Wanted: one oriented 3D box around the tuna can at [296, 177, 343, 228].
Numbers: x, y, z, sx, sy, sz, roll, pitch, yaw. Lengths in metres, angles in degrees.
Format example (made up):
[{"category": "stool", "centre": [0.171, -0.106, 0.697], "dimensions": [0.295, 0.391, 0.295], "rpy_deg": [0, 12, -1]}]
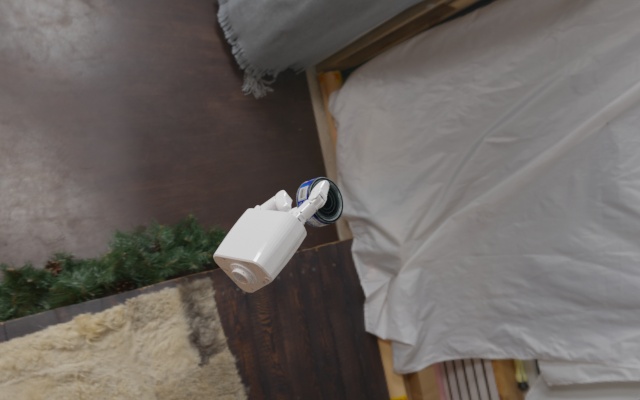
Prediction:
[{"category": "tuna can", "centre": [0.001, 0.003, 0.839], "dimensions": [0.086, 0.086, 0.034], "rpy_deg": [0, -13, -44]}]
